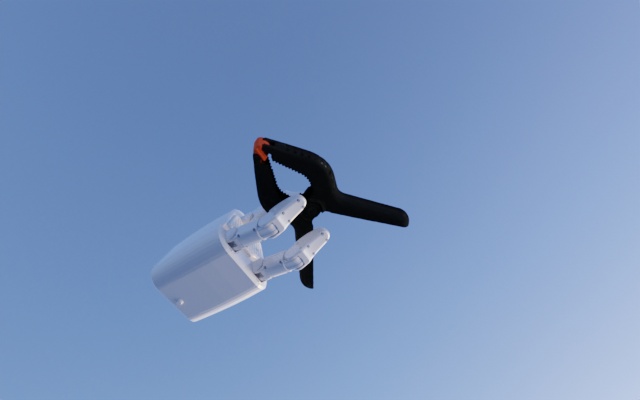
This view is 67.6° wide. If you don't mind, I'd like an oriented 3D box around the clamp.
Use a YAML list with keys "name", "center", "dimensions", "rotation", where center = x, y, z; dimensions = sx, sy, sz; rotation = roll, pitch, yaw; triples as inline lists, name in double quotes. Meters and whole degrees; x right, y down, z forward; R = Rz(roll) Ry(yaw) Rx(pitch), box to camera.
- name: "clamp"
  center: [0.000, 0.001, 0.577]
  dimensions: [0.164, 0.210, 0.036]
  rotation: [-30, 28, 9]
